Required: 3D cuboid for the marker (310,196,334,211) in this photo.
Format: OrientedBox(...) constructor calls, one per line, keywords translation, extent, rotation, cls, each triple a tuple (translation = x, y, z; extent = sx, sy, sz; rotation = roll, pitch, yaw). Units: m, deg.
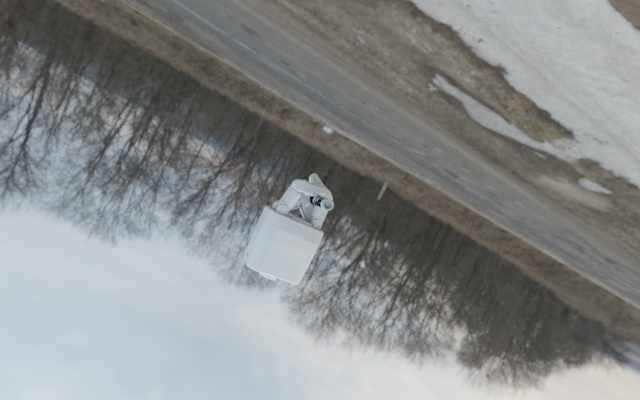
OrientedBox(translation=(0.000, 0.003, 0.795), extent=(0.020, 0.020, 0.121), rotation=(0, 4, -11), cls="marker")
